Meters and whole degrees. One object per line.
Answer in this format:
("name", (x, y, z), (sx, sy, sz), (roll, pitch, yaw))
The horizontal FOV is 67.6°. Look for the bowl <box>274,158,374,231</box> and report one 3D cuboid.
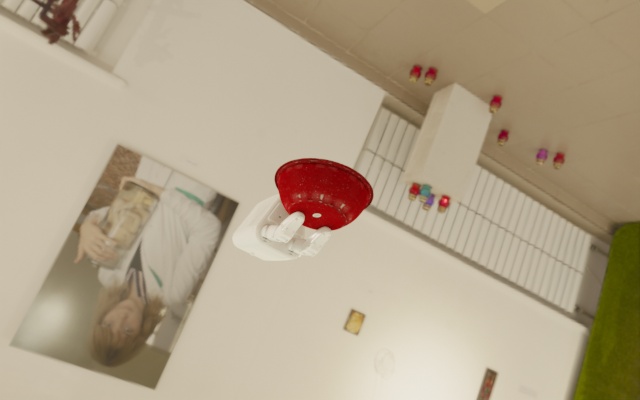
("bowl", (0.001, 0.002, 0.749), (0.162, 0.055, 0.162), (9, -31, 6))
